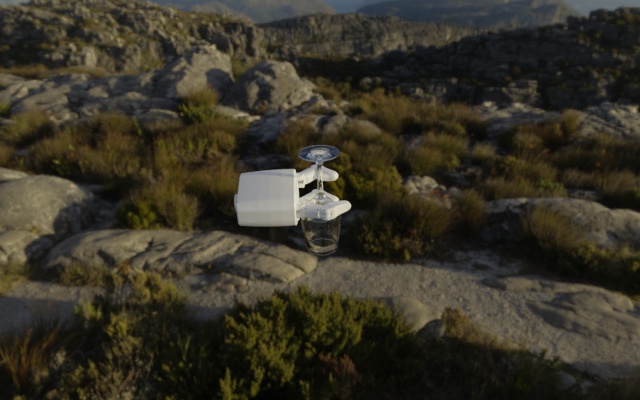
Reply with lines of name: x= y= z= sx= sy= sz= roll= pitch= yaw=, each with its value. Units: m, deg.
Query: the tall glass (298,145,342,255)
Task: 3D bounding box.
tall glass: x=0.000 y=0.002 z=0.898 sx=0.079 sy=0.201 sz=0.079 roll=-2 pitch=27 yaw=1
